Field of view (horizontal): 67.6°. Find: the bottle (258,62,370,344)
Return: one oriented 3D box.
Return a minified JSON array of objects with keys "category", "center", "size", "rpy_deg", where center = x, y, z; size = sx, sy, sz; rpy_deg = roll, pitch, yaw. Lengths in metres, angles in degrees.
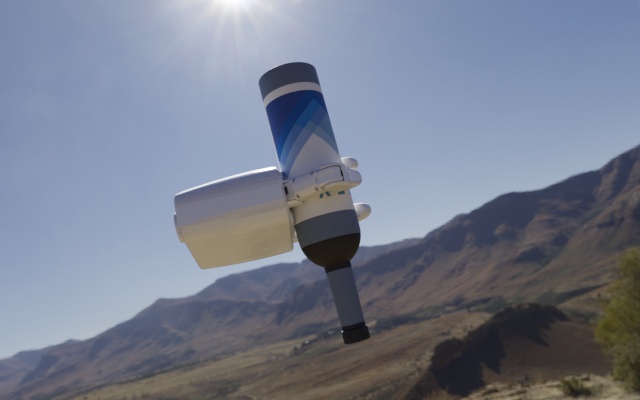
[{"category":"bottle","center":[0.000,0.001,0.507],"size":[0.069,0.295,0.069],"rpy_deg":[-14,-11,-3]}]
